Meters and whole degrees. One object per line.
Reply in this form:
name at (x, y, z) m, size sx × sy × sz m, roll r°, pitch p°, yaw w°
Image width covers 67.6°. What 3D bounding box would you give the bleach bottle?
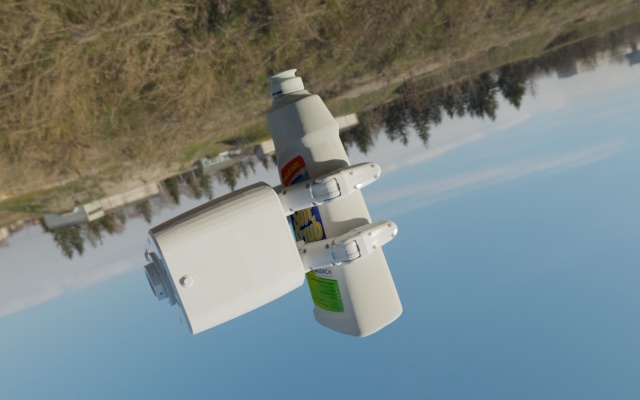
bleach bottle at (0.000, 0.002, 0.465) m, size 0.068 × 0.251 × 0.102 m, roll -23°, pitch 10°, yaw -27°
